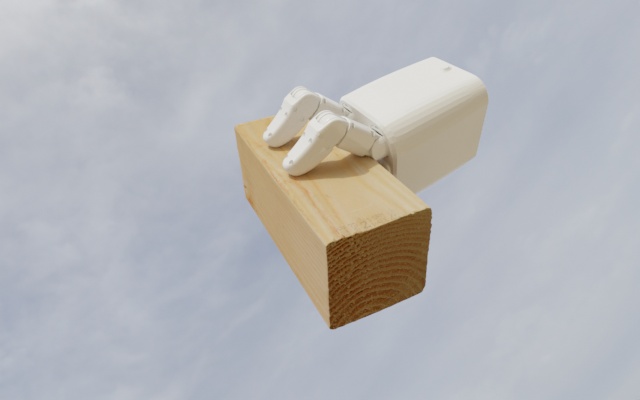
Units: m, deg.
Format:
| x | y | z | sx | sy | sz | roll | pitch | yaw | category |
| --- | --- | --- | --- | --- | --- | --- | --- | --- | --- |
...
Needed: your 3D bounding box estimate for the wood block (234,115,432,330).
| x | y | z | sx | sy | sz | roll | pitch | yaw | category |
| --- | --- | --- | --- | --- | --- | --- | --- | --- | --- |
| 0.000 | 0.001 | 0.433 | 0.090 | 0.091 | 0.206 | -18 | 37 | -19 | wood block |
